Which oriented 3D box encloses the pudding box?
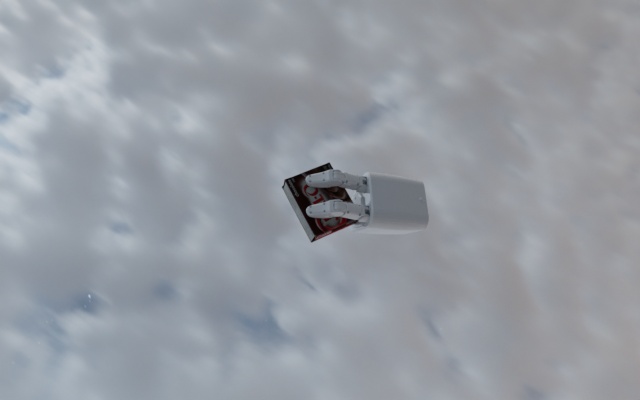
[{"bbox_3d":[0.000,0.003,0.802,0.090,0.113,0.039,-23,-18,-24],"label":"pudding box"}]
